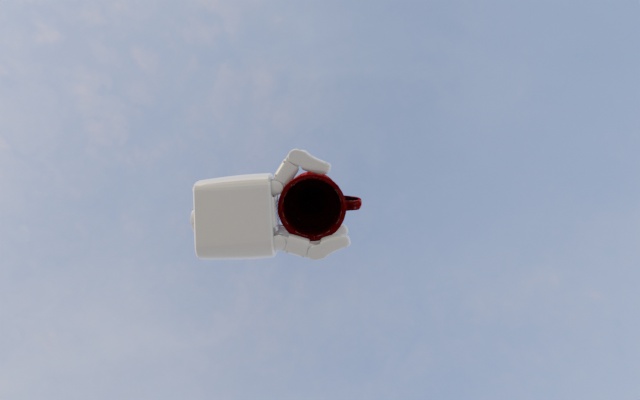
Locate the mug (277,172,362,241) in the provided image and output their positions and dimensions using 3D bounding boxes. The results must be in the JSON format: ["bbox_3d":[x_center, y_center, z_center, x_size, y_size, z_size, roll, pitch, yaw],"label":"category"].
[{"bbox_3d":[0.002,0.002,0.683,0.117,0.093,0.081,-3,11,0],"label":"mug"}]
